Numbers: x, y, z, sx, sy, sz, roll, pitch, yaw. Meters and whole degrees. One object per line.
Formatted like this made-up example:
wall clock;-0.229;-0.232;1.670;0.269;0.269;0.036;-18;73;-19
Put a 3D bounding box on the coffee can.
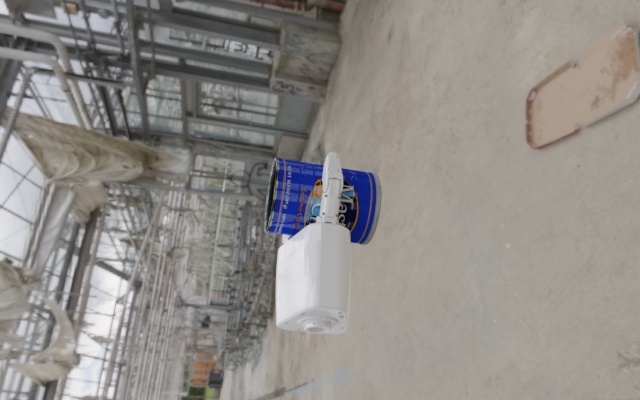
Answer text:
coffee can;0.000;0.002;0.653;0.140;0.103;0.103;8;-2;-11
